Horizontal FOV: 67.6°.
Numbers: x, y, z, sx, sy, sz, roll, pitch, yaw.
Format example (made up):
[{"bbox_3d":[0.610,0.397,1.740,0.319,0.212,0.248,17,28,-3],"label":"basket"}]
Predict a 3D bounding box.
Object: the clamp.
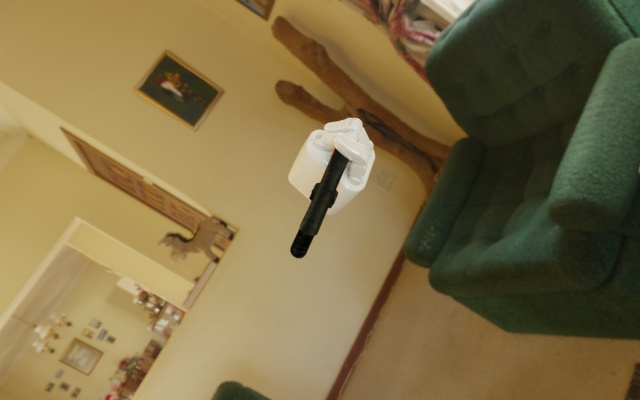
[{"bbox_3d":[0.000,0.002,0.680,0.039,0.171,0.120,30,-33,-4],"label":"clamp"}]
